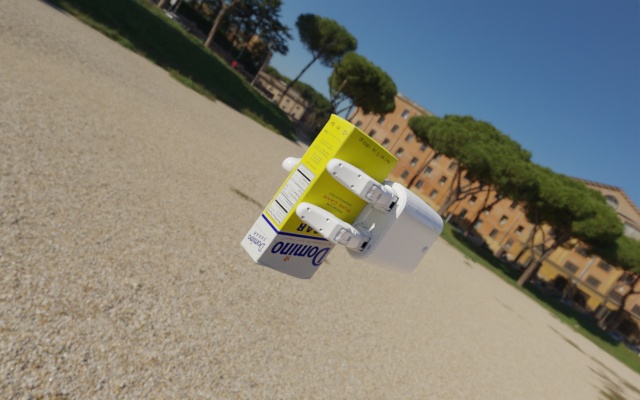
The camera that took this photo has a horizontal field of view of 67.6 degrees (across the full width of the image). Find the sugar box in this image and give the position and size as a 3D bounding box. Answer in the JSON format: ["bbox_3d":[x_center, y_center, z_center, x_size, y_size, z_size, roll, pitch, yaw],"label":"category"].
[{"bbox_3d":[0.001,0.002,0.527,0.093,0.176,0.048,27,9,-46],"label":"sugar box"}]
